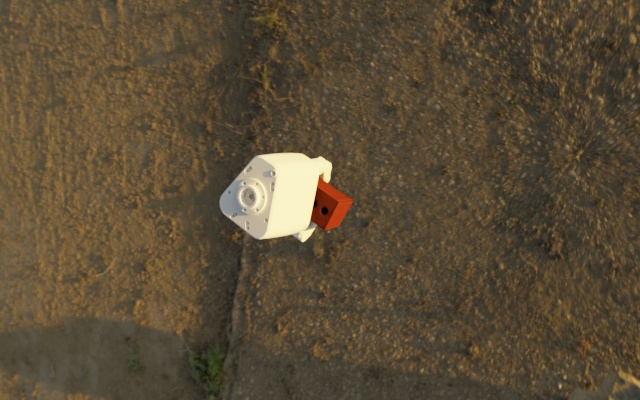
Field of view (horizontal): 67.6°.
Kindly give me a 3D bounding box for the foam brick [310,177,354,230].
[{"bbox_3d":[0.000,0.003,0.748,0.078,0.053,0.051,34,19,21],"label":"foam brick"}]
